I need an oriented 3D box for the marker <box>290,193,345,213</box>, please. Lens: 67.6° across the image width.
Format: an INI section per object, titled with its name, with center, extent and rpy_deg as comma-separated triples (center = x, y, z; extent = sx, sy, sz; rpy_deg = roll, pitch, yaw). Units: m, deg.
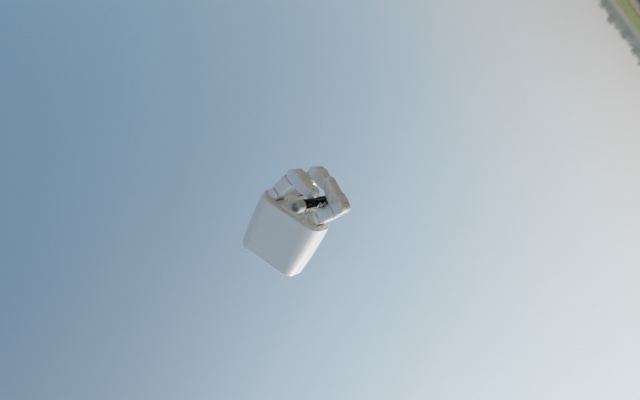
[marker]
center = 0.000, 0.002, 0.725
extent = 0.020, 0.020, 0.121
rpy_deg = 0, 7, 38
